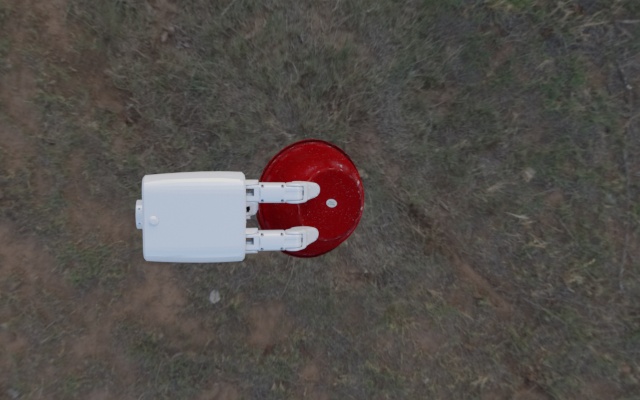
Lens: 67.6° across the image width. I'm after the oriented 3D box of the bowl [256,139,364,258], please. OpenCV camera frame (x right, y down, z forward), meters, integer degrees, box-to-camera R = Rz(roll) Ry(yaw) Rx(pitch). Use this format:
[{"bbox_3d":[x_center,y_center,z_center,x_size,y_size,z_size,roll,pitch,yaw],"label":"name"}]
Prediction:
[{"bbox_3d":[0.001,0.002,0.621,0.162,0.162,0.055,0,8,-29],"label":"bowl"}]
